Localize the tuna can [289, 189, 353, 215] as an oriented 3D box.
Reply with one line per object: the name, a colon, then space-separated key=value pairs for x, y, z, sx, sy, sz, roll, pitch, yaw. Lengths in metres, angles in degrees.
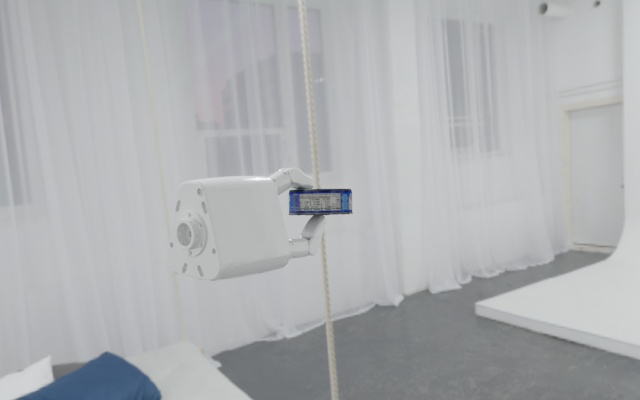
tuna can: x=0.000 y=0.001 z=0.635 sx=0.086 sy=0.034 sz=0.086 roll=-1 pitch=0 yaw=0
